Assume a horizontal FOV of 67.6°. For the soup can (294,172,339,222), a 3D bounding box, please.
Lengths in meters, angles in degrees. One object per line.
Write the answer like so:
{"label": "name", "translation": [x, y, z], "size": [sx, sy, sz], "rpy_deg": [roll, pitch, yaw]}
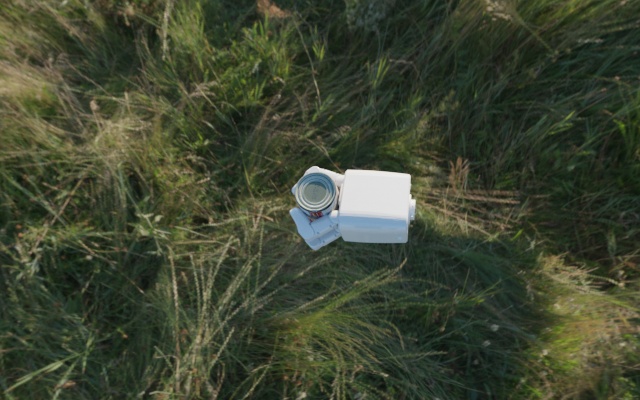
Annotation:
{"label": "soup can", "translation": [0.000, 0.002, 0.779], "size": [0.068, 0.068, 0.102], "rpy_deg": [0, -19, 10]}
